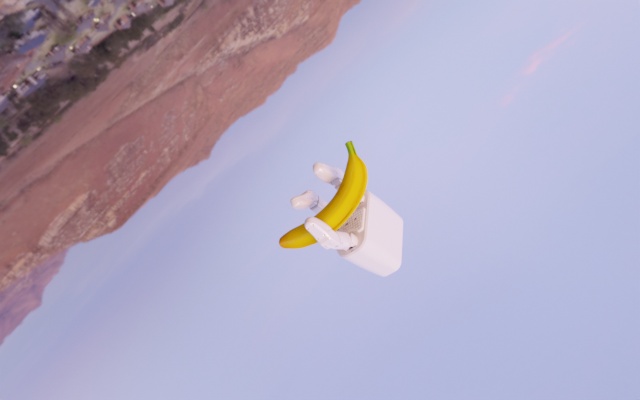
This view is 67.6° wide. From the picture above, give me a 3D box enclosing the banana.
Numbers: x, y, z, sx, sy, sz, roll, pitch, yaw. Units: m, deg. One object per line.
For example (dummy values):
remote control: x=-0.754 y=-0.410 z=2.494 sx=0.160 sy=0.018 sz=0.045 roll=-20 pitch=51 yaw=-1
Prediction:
banana: x=0.013 y=0.011 z=0.712 sx=0.069 sy=0.198 sz=0.037 roll=45 pitch=16 yaw=31
